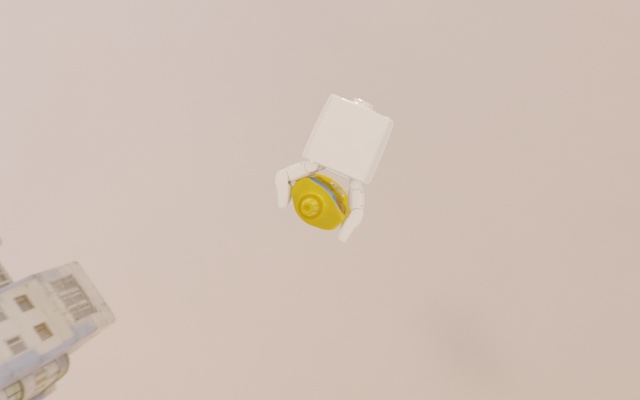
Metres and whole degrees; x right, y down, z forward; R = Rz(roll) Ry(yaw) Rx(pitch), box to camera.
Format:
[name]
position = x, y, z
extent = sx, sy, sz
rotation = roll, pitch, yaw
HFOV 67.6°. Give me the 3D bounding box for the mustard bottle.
[mustard bottle]
position = 0.000, 0.003, 0.765
extent = 0.058, 0.096, 0.191
rotation = -41, -3, 11
